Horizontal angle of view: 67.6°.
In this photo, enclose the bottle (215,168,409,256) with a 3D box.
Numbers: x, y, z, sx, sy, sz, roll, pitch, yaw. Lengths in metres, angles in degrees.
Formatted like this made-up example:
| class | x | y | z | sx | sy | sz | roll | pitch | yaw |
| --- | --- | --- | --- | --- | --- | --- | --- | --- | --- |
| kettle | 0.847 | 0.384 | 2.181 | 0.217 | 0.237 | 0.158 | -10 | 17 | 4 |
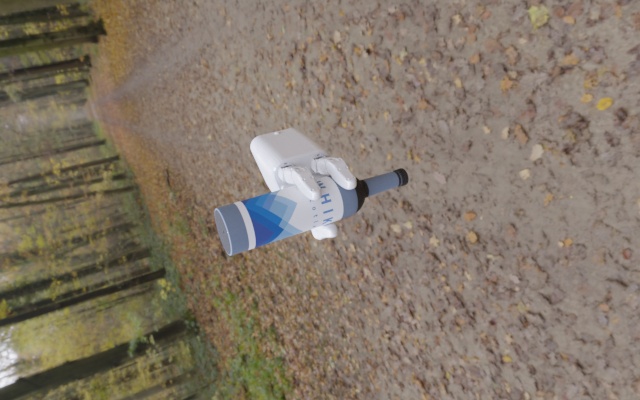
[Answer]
| class | x | y | z | sx | sy | sz | roll | pitch | yaw |
| --- | --- | --- | --- | --- | --- | --- | --- | --- | --- |
| bottle | 0.000 | 0.002 | 0.690 | 0.295 | 0.069 | 0.069 | -17 | 7 | -23 |
